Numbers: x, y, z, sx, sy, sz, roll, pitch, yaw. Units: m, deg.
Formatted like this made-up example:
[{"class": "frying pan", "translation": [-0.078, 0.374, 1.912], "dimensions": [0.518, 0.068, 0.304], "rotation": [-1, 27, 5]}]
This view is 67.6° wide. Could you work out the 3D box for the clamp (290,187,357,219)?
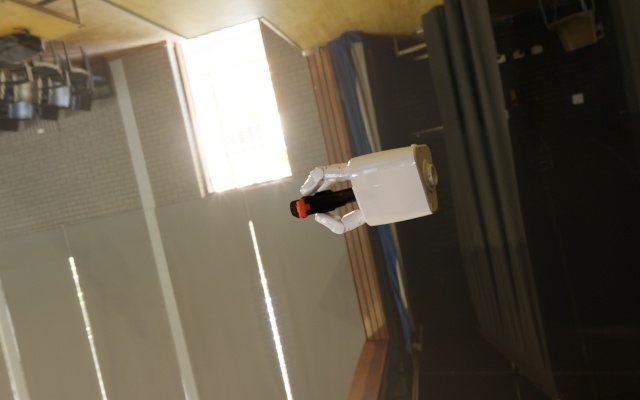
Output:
[{"class": "clamp", "translation": [0.000, 0.003, 0.798], "dimensions": [0.164, 0.036, 0.210], "rotation": [-12, 2, 28]}]
